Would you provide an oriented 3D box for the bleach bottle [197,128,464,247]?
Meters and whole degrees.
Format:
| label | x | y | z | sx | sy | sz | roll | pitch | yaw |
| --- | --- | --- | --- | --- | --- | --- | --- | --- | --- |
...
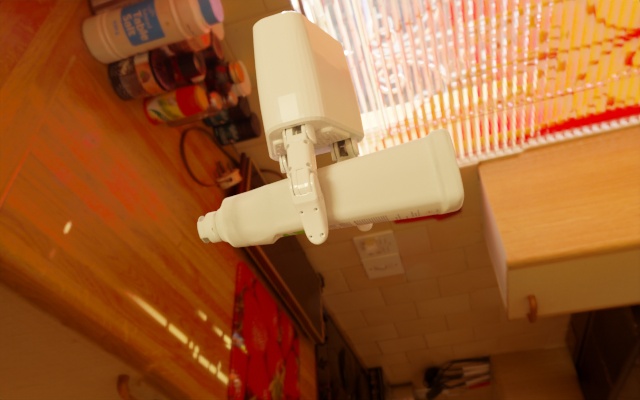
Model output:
| label | x | y | z | sx | sy | sz | roll | pitch | yaw |
| --- | --- | --- | --- | --- | --- | --- | --- | --- | --- |
| bleach bottle | 0.000 | 0.002 | 0.450 | 0.251 | 0.068 | 0.102 | -13 | -11 | 12 |
